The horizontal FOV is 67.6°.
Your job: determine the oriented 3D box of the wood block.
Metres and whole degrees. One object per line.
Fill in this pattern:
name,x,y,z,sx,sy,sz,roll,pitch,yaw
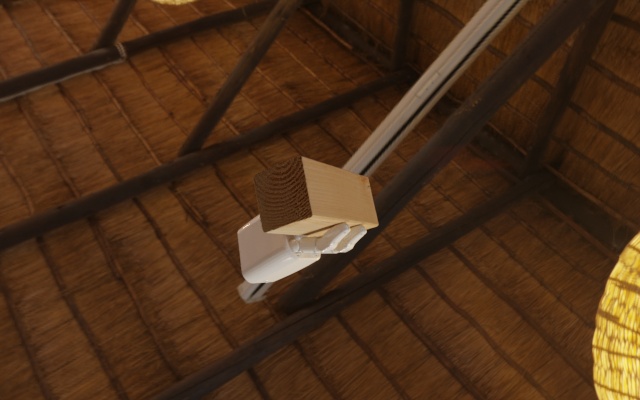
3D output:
wood block,0.000,0.002,0.751,0.090,0.090,0.206,-20,-16,29
